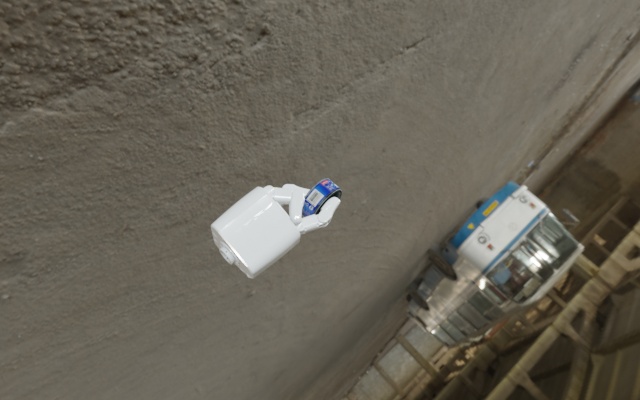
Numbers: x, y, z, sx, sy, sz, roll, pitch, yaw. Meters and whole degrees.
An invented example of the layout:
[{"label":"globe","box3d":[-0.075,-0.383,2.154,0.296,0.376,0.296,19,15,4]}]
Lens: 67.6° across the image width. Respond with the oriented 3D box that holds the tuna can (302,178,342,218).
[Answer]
[{"label":"tuna can","box3d":[0.001,0.003,0.871,0.033,0.086,0.086,39,14,17]}]
